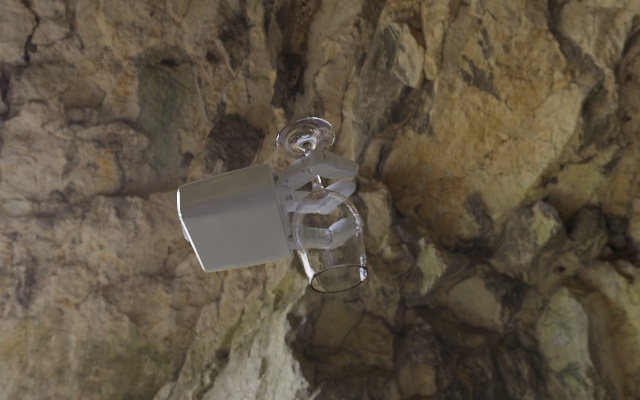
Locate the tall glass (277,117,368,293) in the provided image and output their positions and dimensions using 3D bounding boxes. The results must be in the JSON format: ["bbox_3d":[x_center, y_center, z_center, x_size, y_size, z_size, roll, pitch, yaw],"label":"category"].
[{"bbox_3d":[0.000,0.001,0.545,0.079,0.201,0.079,-9,-35,-7],"label":"tall glass"}]
